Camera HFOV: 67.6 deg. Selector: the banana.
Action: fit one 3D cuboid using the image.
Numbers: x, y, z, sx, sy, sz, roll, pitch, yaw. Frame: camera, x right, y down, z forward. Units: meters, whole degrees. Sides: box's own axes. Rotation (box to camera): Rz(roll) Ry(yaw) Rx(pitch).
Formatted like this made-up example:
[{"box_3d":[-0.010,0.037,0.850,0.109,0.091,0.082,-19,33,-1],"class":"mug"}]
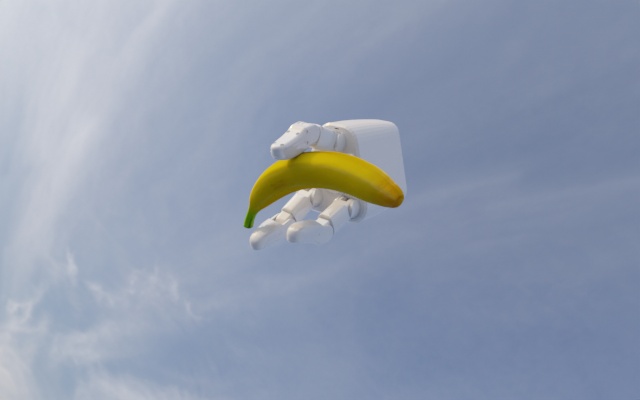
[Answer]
[{"box_3d":[-0.006,-0.016,0.481,0.198,0.069,0.037,-10,1,38],"class":"banana"}]
